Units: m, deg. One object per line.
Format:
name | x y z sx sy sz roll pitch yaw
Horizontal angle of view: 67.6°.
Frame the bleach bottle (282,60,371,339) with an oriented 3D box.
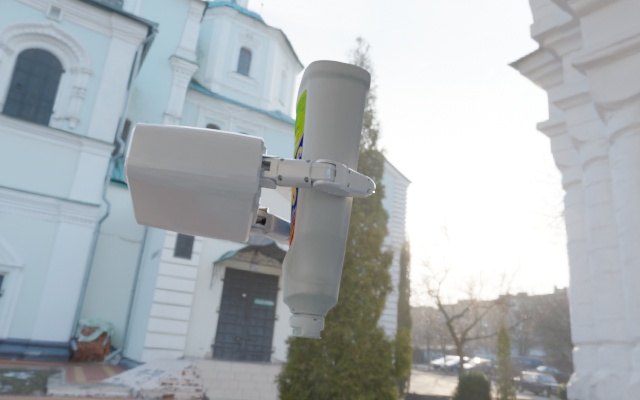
bleach bottle | 0.000 0.001 0.457 0.068 0.250 0.102 8 -17 -10
